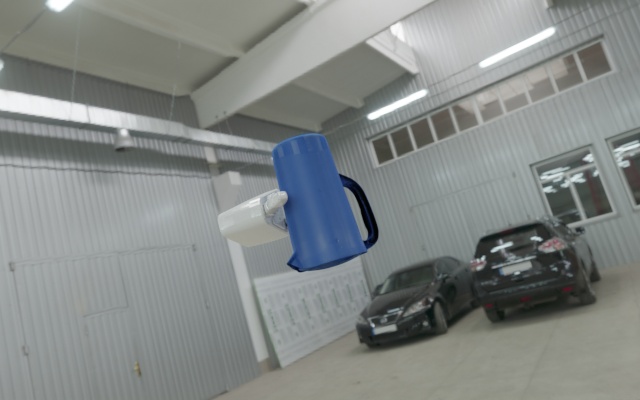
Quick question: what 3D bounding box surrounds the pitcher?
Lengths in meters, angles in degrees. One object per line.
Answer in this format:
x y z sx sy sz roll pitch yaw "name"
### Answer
0.000 0.003 0.889 0.145 0.242 0.149 -20 -10 24 "pitcher"
